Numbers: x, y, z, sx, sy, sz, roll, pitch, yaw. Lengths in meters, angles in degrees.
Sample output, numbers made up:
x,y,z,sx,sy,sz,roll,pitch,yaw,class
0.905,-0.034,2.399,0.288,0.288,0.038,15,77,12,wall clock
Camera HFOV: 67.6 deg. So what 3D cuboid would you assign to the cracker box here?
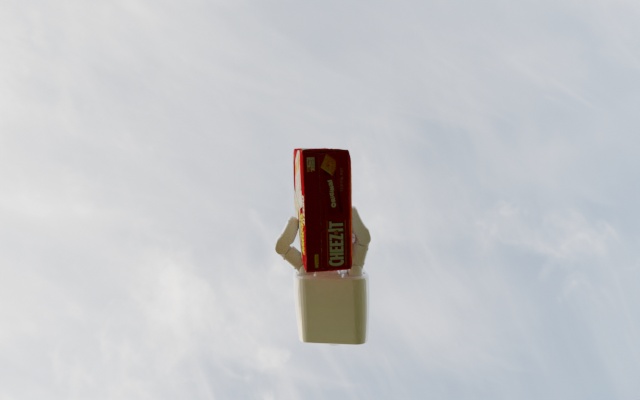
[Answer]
x,y,z,sx,sy,sz,roll,pitch,yaw,class
0.000,0.002,0.725,0.072,0.164,0.213,-3,7,-6,cracker box
